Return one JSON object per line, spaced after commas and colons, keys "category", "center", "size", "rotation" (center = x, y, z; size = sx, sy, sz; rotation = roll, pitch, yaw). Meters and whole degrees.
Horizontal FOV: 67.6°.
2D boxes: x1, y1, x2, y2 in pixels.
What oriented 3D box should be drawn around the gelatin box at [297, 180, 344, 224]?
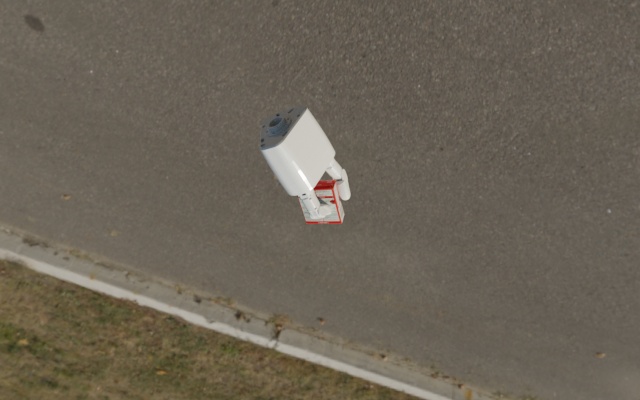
{"category": "gelatin box", "center": [0.000, 0.004, 0.899], "size": [0.073, 0.089, 0.030], "rotation": [-2, 39, 18]}
